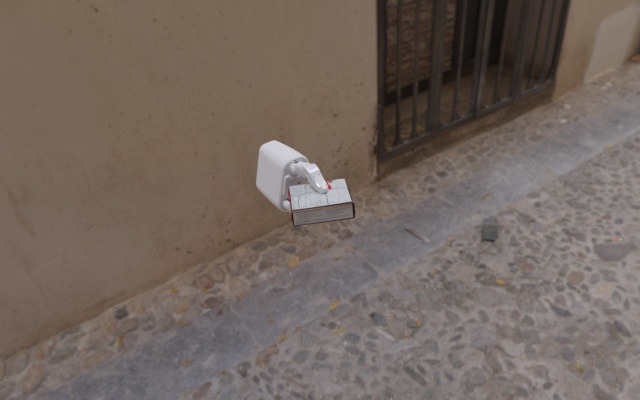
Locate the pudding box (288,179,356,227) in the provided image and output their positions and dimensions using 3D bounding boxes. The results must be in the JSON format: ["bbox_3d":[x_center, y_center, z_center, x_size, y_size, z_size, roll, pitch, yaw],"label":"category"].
[{"bbox_3d":[0.000,0.003,0.862,0.113,0.039,0.090,-9,32,-2],"label":"pudding box"}]
